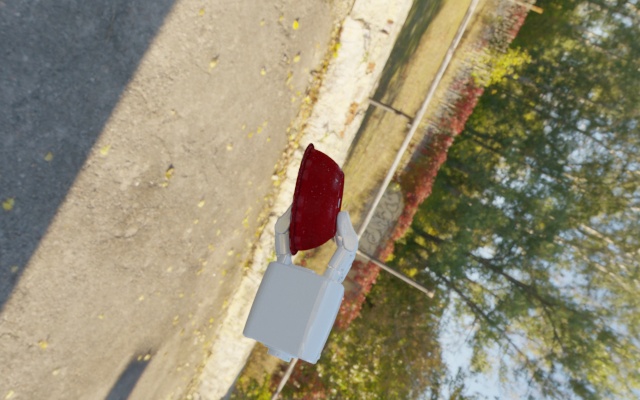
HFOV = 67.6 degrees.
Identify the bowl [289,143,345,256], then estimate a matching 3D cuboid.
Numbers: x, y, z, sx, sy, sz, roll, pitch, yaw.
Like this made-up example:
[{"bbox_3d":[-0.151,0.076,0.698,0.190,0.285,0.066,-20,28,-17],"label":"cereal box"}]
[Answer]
[{"bbox_3d":[0.001,0.001,0.674,0.055,0.162,0.162,9,1,6],"label":"bowl"}]
